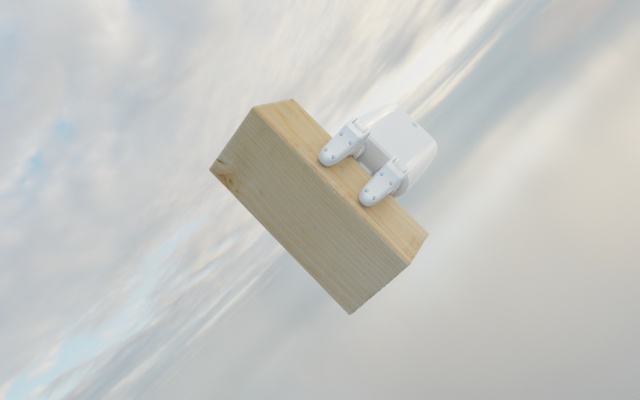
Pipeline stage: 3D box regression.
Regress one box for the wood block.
[{"bbox_3d":[0.000,0.002,0.496,0.091,0.206,0.090,-48,-6,29],"label":"wood block"}]
